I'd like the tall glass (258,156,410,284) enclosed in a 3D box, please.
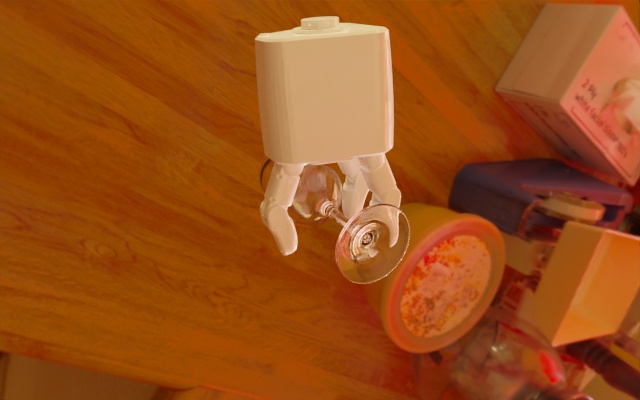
[{"bbox_3d":[0.000,0.002,0.482,0.079,0.079,0.201,0,21,-29],"label":"tall glass"}]
